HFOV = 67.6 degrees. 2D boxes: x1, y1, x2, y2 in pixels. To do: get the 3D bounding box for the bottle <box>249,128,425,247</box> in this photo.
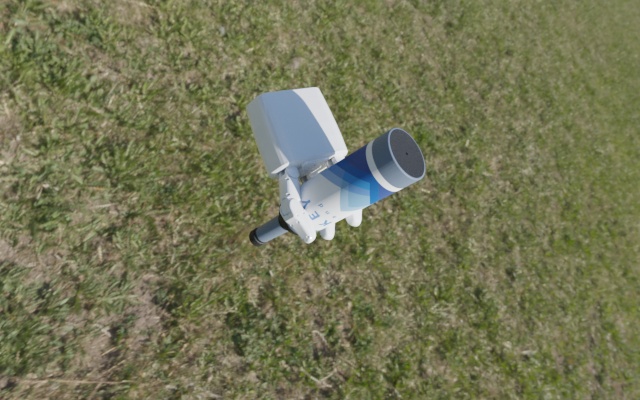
[{"bbox_3d":[0.000,0.002,0.636,0.069,0.069,0.296,0,-22,-46],"label":"bottle"}]
